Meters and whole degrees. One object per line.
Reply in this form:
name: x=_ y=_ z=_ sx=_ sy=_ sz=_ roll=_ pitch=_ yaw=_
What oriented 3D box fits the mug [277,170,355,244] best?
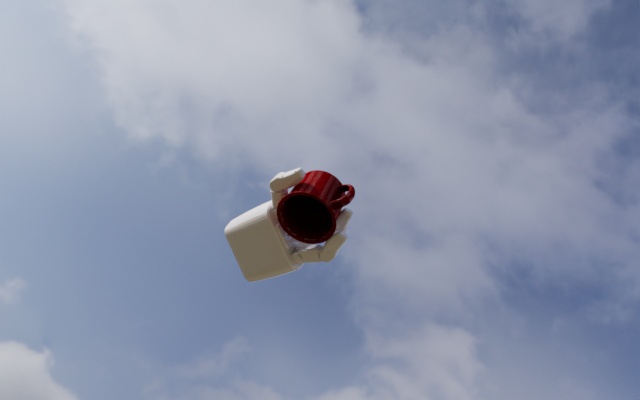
mug: x=0.001 y=0.002 z=0.726 sx=0.117 sy=0.093 sz=0.081 roll=-21 pitch=23 yaw=30
